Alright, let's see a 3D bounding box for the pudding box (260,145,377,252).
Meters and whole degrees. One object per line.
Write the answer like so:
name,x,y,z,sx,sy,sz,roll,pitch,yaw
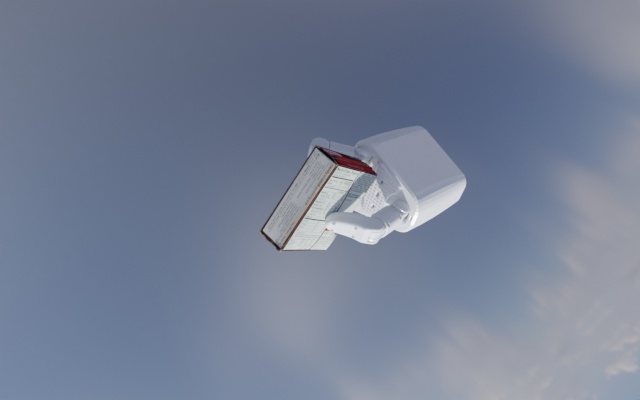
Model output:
pudding box,0.000,0.002,0.510,0.039,0.113,0.090,41,17,29
